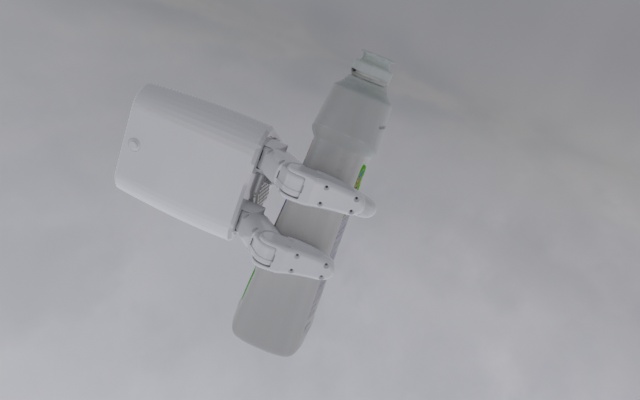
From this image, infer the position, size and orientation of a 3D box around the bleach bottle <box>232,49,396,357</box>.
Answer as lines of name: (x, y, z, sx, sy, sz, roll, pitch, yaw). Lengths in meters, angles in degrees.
bleach bottle: (0.000, 0.001, 0.401, 0.068, 0.251, 0.102, 23, 16, 3)
